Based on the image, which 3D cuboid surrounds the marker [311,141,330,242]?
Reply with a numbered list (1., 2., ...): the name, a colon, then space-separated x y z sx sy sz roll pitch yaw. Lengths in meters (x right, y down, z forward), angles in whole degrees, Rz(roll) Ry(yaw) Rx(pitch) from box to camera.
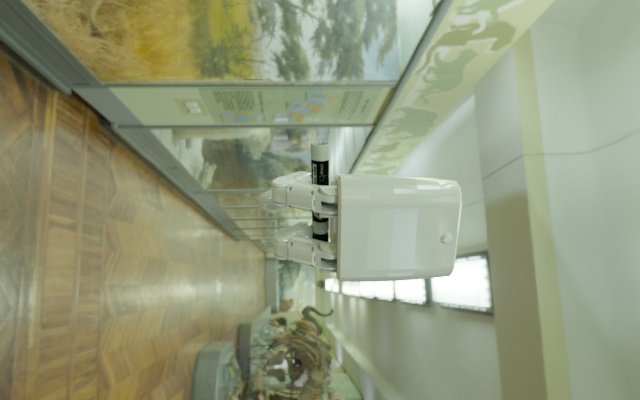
1. marker: 0.000 0.002 0.474 0.020 0.121 0.020 0 22 0
